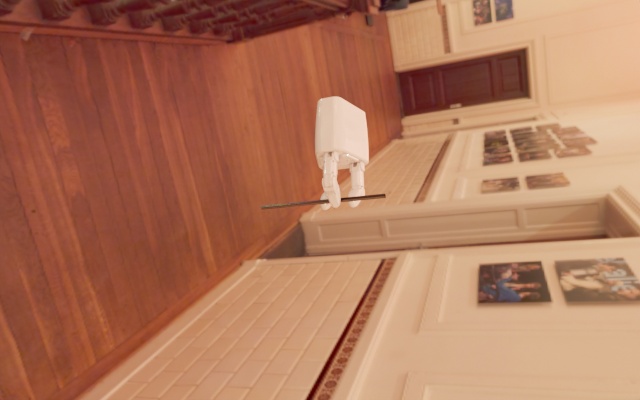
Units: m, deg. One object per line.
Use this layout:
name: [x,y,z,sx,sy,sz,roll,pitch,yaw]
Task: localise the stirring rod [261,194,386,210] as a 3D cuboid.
stirring rod: [0.000,0.003,0.870,0.239,0.011,0.011,-6,-2,21]
